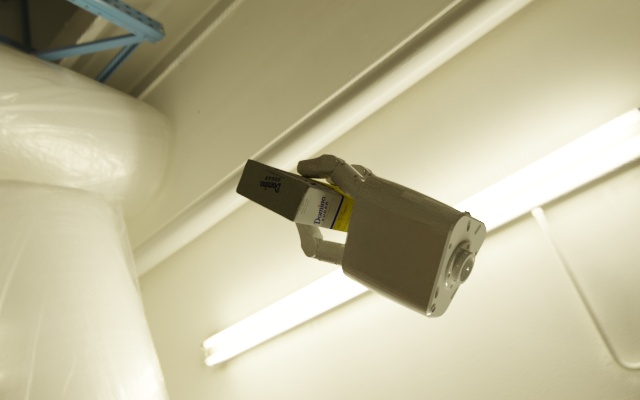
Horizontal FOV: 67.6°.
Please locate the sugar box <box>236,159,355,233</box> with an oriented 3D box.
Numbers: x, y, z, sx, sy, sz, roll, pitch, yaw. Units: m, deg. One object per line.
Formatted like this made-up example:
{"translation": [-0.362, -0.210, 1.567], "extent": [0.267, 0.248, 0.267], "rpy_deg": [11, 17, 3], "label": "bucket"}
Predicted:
{"translation": [0.000, 0.001, 0.545], "extent": [0.093, 0.048, 0.176], "rpy_deg": [25, 3, 37], "label": "sugar box"}
